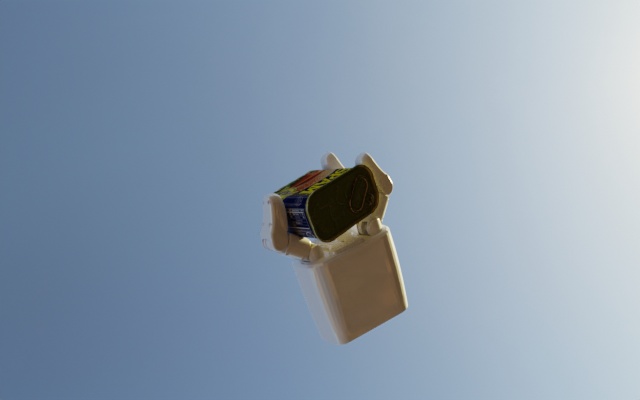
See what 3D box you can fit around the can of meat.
[{"bbox_3d":[0.000,0.002,0.533,0.102,0.057,0.084,-32,20,-35],"label":"can of meat"}]
